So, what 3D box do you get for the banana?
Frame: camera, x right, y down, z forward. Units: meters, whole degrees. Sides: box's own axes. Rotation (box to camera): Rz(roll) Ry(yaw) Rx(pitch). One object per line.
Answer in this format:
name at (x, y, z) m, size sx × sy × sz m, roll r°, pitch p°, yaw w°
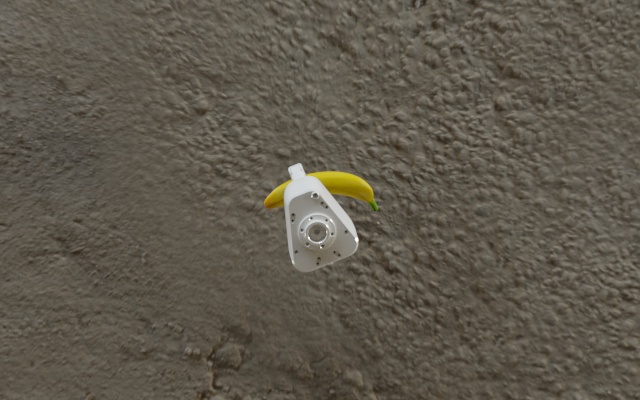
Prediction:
banana at (0.005, -0.015, 0.805) m, size 0.198 × 0.070 × 0.037 m, roll 2°, pitch 14°, yaw -6°
